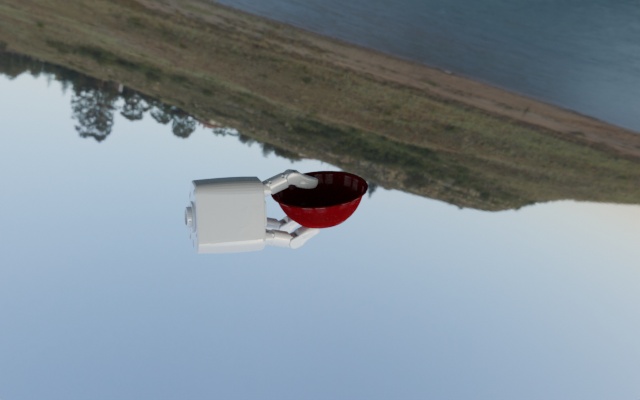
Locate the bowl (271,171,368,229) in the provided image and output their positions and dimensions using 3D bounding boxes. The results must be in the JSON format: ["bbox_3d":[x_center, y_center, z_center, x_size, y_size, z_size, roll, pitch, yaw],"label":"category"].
[{"bbox_3d":[0.001,0.003,0.803,0.162,0.055,0.162,-4,24,2],"label":"bowl"}]
